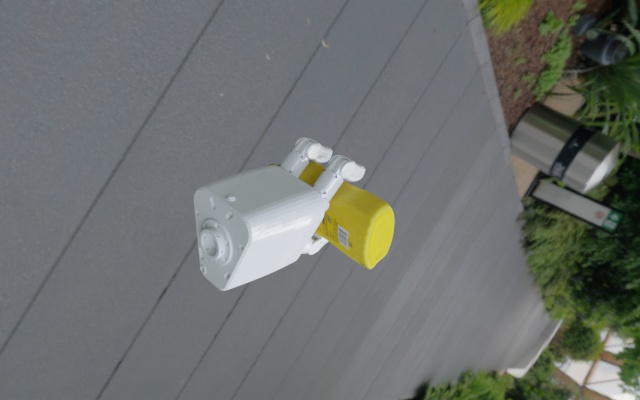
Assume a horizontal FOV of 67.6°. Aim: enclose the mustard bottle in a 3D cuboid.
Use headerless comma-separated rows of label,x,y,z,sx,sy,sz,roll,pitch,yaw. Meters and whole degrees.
mustard bottle,0.001,0.002,0.596,0.191,0.096,0.058,32,57,31
